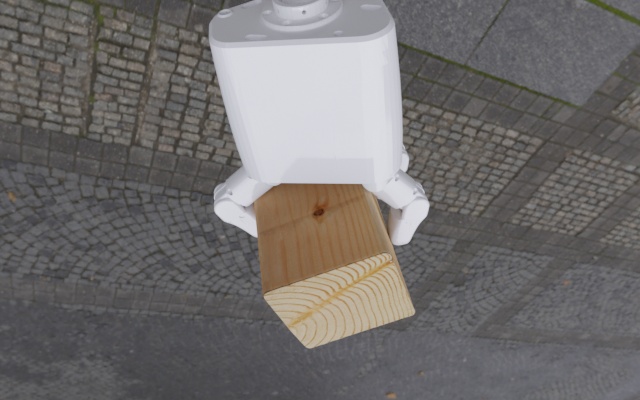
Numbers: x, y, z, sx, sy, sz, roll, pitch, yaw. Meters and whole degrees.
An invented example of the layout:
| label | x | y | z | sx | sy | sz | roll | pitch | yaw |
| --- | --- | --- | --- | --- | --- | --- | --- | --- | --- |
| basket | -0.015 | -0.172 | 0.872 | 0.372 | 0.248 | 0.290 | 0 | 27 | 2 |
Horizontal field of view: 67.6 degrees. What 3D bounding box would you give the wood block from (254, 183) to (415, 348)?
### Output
| label | x | y | z | sx | sy | sz | roll | pitch | yaw |
| --- | --- | --- | --- | --- | --- | --- | --- | --- | --- |
| wood block | 0.000 | 0.001 | 0.405 | 0.091 | 0.206 | 0.090 | -20 | -44 | 8 |
